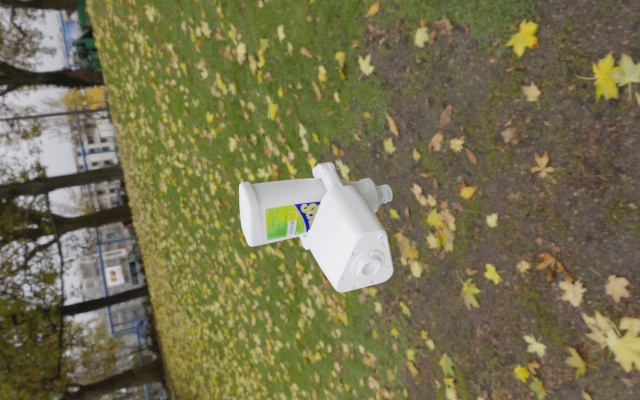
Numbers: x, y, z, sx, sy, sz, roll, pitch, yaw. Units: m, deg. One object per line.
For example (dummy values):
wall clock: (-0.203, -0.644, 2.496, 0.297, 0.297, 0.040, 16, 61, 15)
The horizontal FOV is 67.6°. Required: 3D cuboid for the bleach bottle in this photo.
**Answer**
bleach bottle: (0.000, 0.003, 0.769, 0.251, 0.103, 0.068, -11, 41, -19)
